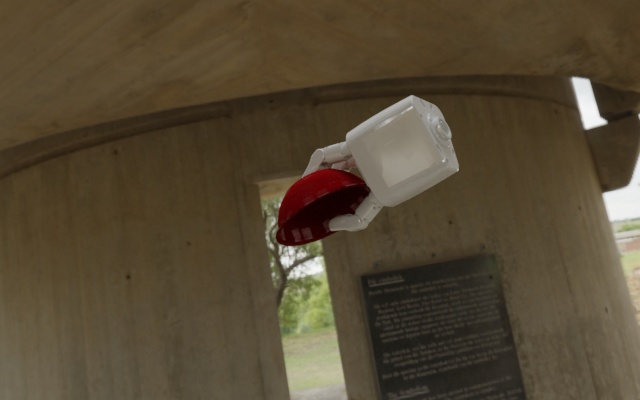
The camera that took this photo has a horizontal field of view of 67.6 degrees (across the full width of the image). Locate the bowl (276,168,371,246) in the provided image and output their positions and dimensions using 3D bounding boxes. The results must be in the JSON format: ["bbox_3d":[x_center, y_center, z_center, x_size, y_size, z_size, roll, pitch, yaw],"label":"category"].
[{"bbox_3d":[-0.001,0.003,0.691,0.162,0.055,0.162,-24,-22,-10],"label":"bowl"}]
